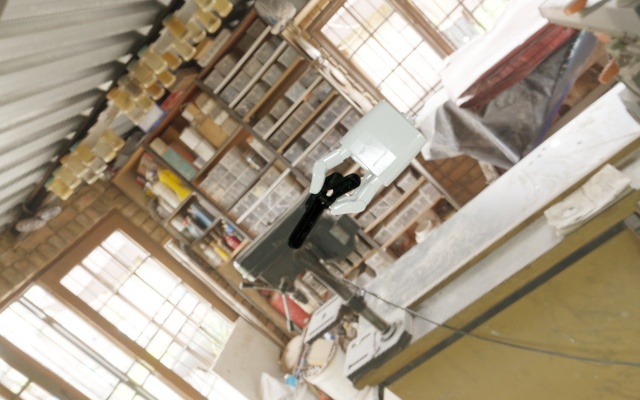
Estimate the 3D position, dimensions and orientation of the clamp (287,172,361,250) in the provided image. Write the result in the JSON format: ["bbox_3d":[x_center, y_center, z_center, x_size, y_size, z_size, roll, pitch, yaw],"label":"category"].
[{"bbox_3d":[0.000,0.002,0.860,0.036,0.164,0.210,42,6,-10],"label":"clamp"}]
